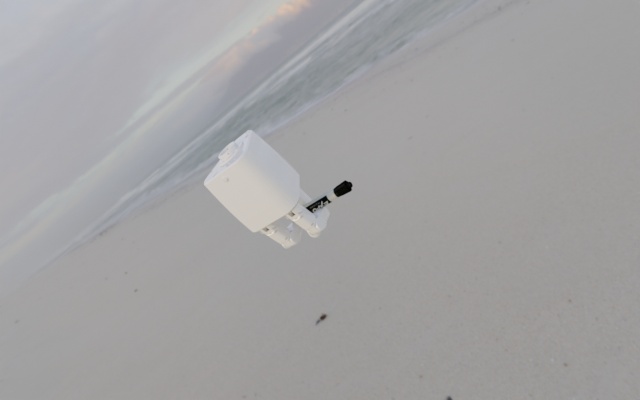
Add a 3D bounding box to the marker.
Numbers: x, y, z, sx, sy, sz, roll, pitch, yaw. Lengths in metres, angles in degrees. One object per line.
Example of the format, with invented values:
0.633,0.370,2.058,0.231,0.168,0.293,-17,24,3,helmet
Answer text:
0.000,0.002,0.735,0.121,0.020,0.020,-31,-17,30,marker
